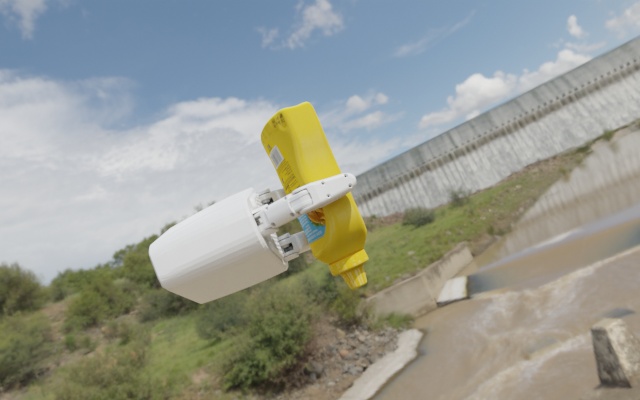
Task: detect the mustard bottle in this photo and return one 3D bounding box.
[{"bbox_3d":[0.000,0.001,0.499,0.058,0.191,0.096,-21,-8,-23],"label":"mustard bottle"}]
